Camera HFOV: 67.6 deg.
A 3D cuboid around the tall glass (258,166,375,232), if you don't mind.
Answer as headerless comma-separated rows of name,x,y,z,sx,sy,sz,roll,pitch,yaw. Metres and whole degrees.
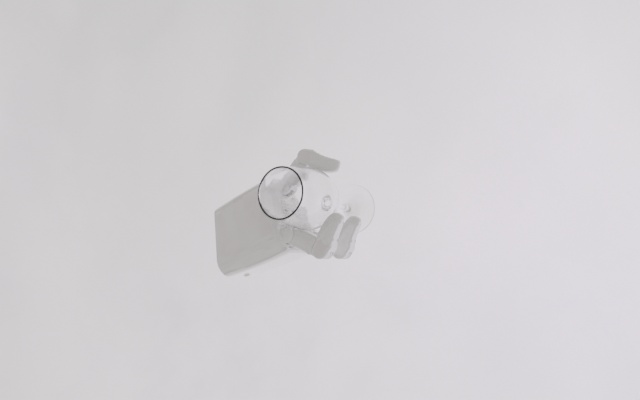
tall glass,0.001,0.002,0.627,0.079,0.079,0.201,0,-6,28
